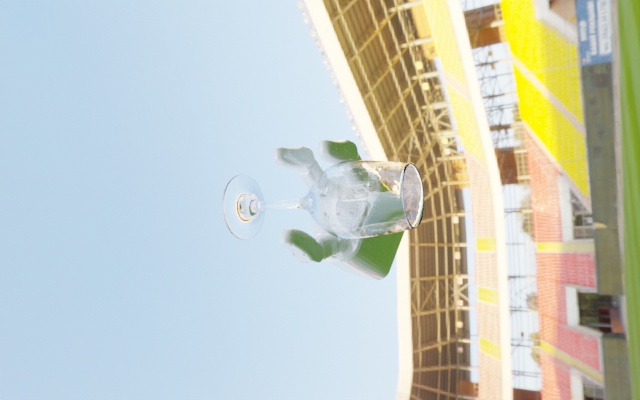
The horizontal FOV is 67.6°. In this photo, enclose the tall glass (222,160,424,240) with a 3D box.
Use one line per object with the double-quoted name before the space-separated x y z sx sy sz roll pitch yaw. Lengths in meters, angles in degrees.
"tall glass" -0.001 0.002 0.489 0.201 0.079 0.079 -4 -2 30
